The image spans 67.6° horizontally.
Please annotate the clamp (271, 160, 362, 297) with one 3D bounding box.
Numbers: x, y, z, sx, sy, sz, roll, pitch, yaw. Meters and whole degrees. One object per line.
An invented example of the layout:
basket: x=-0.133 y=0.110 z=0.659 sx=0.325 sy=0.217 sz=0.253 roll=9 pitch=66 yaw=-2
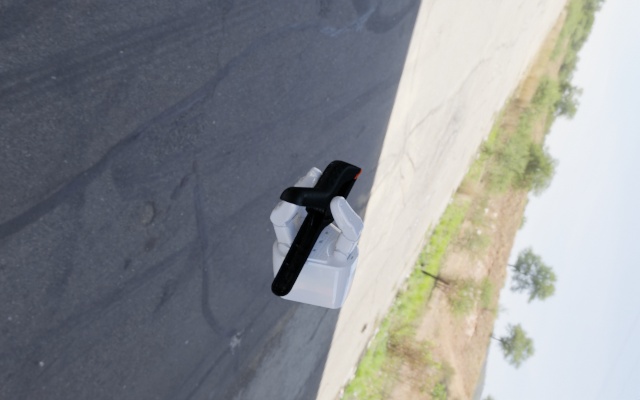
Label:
clamp: x=0.001 y=0.002 z=0.605 sx=0.036 sy=0.165 sz=0.210 roll=24 pitch=48 yaw=16
